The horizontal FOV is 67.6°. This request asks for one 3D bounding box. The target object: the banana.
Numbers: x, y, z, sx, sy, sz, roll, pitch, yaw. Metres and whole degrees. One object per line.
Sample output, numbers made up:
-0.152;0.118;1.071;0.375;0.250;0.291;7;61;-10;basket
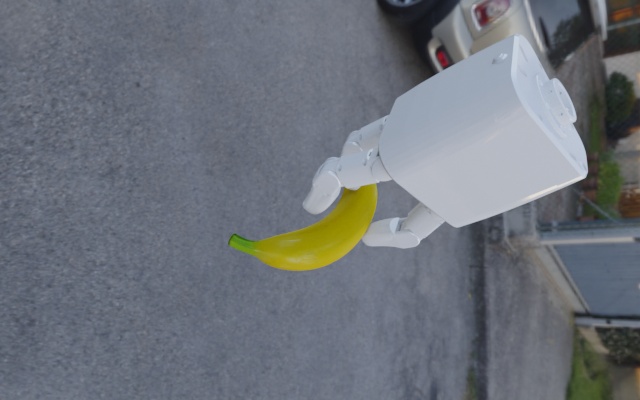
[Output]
0.010;0.017;0.444;0.197;0.069;0.037;-29;-14;-47;banana
